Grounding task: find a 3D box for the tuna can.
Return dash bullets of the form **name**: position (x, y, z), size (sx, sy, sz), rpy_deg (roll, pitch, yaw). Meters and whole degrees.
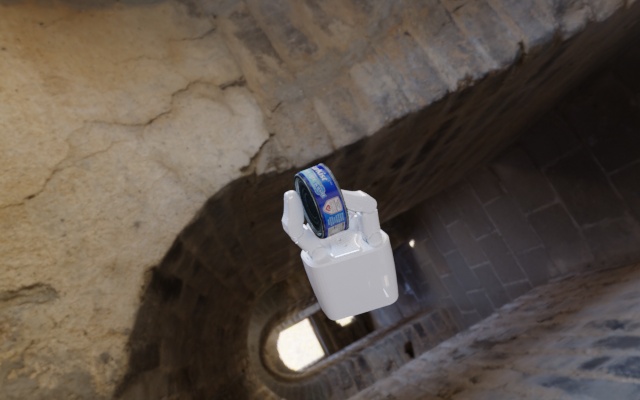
- **tuna can**: position (0.000, 0.002, 0.567), size (0.034, 0.086, 0.086), rpy_deg (-22, 5, -14)
